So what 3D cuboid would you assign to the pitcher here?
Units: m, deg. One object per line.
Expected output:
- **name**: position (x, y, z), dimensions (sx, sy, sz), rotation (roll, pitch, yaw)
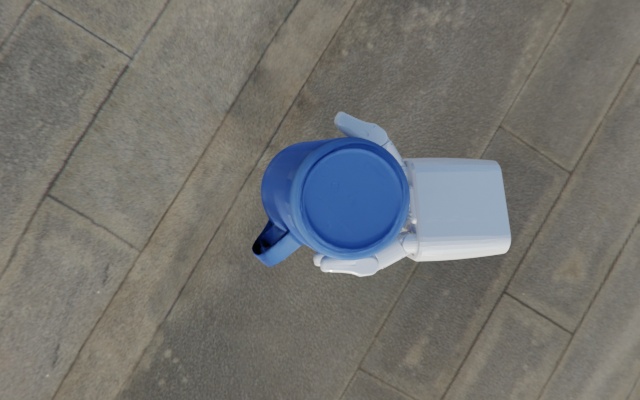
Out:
- **pitcher**: position (0.000, 0.002, 0.521), dimensions (0.145, 0.149, 0.243), rotation (0, 3, -10)
